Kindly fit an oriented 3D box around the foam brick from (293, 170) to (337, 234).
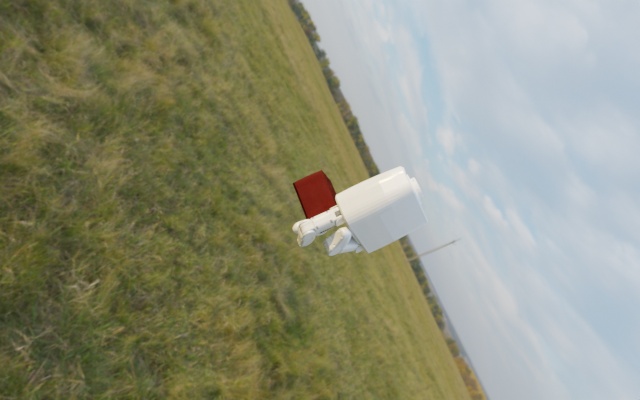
[{"bbox_3d":[0.000,0.002,0.739,0.051,0.078,0.053,-27,-24,10],"label":"foam brick"}]
